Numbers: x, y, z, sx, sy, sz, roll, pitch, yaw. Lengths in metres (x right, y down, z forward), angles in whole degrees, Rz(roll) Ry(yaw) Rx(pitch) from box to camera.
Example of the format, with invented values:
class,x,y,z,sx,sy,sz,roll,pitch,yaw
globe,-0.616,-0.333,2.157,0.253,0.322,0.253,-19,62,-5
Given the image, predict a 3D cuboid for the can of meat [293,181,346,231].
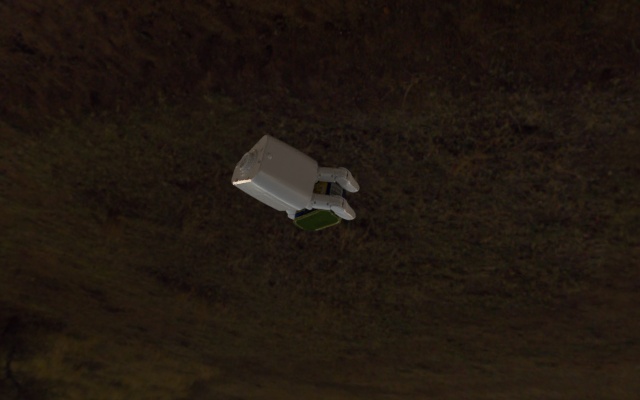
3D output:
class,x,y,z,sx,sy,sz,roll,pitch,yaw
can of meat,0.000,0.003,0.875,0.057,0.084,0.102,31,-35,-31
